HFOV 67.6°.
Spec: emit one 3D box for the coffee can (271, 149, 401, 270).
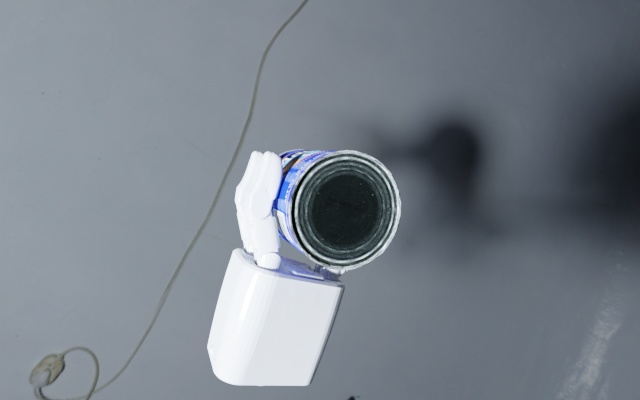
[{"bbox_3d":[0.000,0.001,0.467,0.103,0.103,0.140,0,6,-19],"label":"coffee can"}]
